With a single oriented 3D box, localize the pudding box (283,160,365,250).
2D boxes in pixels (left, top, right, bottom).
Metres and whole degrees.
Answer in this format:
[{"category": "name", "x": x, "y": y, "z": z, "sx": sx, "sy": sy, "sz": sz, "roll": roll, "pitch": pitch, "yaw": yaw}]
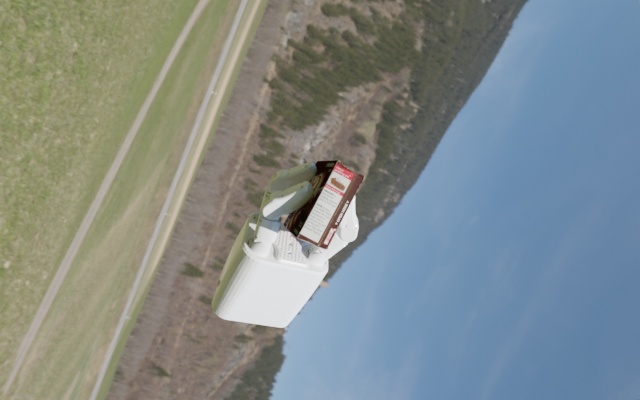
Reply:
[{"category": "pudding box", "x": 0.000, "y": 0.002, "z": 0.533, "sx": 0.039, "sy": 0.090, "sz": 0.113, "roll": 27, "pitch": -2, "yaw": -14}]
